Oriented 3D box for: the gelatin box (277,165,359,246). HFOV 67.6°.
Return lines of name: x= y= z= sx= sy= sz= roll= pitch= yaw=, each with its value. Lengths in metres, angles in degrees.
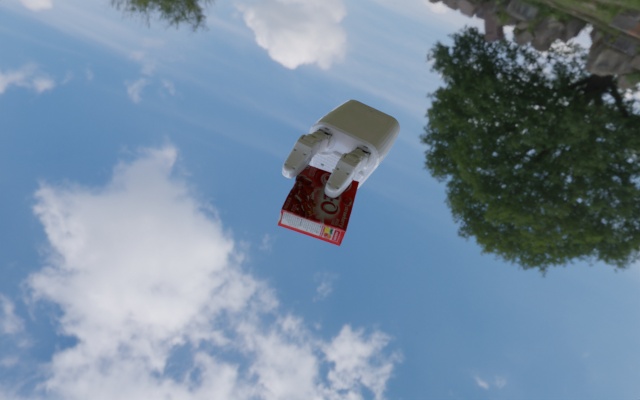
gelatin box: x=0.000 y=0.002 z=0.540 sx=0.073 sy=0.030 sz=0.089 roll=19 pitch=43 yaw=1
